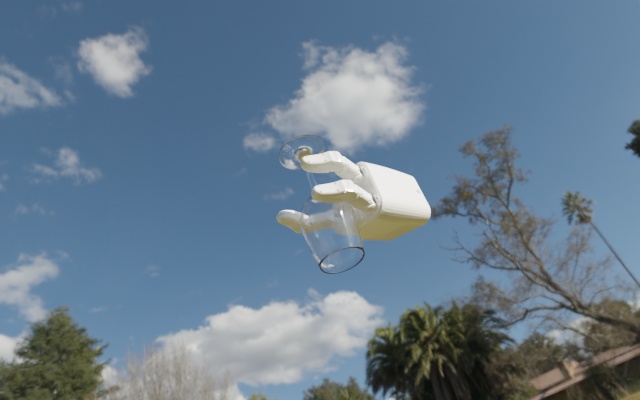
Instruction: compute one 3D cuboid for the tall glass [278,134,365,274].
[{"bbox_3d":[0.000,0.002,0.672,0.079,0.201,0.079,-13,-37,-10],"label":"tall glass"}]
